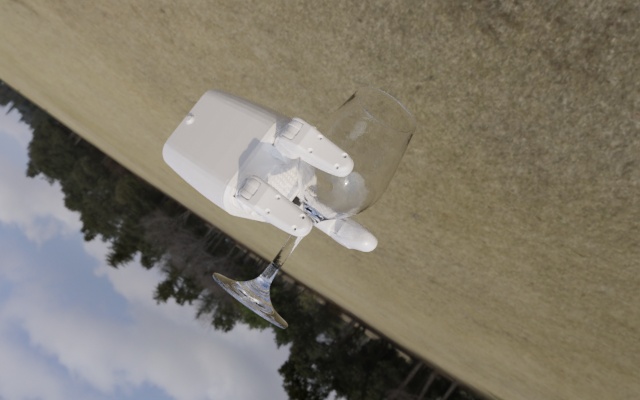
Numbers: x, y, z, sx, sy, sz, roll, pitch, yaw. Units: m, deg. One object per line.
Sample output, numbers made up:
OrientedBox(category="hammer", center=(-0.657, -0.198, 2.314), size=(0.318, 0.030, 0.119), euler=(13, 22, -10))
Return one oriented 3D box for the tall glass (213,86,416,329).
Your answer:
OrientedBox(category="tall glass", center=(0.000, 0.002, 0.400), size=(0.079, 0.201, 0.079), euler=(35, -8, 6))
